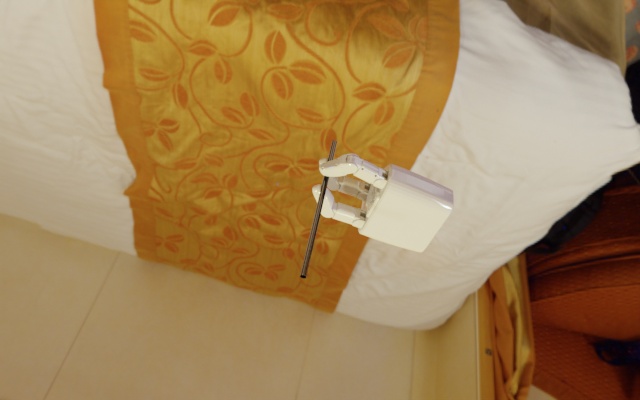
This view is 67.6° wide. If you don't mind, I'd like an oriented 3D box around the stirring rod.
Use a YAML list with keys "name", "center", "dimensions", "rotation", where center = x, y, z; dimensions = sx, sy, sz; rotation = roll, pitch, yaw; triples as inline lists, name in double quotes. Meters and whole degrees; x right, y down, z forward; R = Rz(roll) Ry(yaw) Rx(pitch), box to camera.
- name: "stirring rod"
  center: [0.000, 0.002, 0.666]
  dimensions: [0.011, 0.239, 0.011]
  rotation: [8, -38, 6]
